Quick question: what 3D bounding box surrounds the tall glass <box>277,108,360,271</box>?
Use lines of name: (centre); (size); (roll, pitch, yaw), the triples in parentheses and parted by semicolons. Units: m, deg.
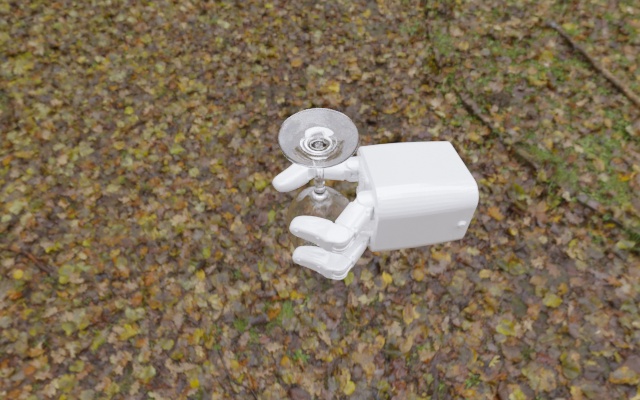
tall glass: (0.000, 0.001, 0.509); (0.079, 0.079, 0.201); (0, -37, 1)
